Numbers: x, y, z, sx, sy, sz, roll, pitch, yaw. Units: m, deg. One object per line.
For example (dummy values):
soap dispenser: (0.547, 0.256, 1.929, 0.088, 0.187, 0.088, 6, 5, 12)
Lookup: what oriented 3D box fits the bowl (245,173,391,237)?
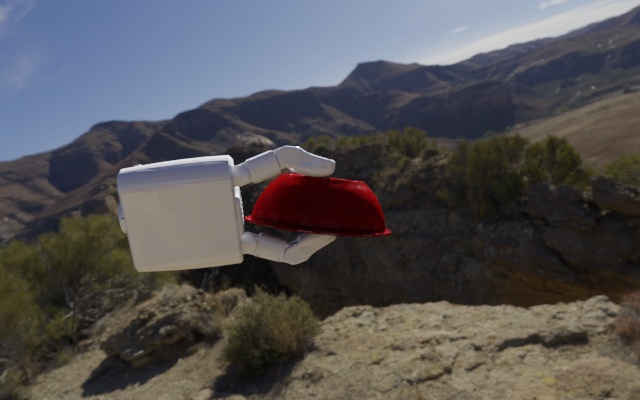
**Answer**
bowl: (0.001, 0.001, 0.526, 0.162, 0.055, 0.162, 6, 2, 0)
